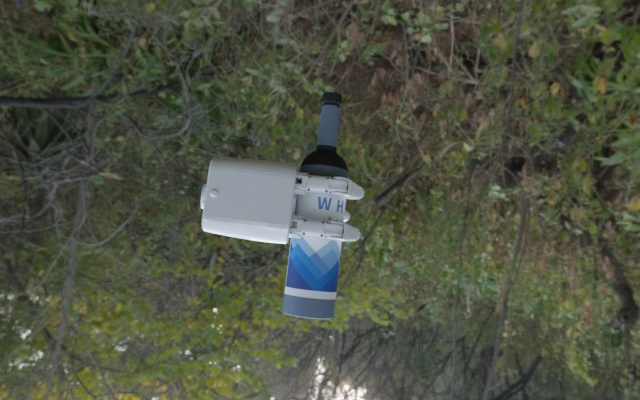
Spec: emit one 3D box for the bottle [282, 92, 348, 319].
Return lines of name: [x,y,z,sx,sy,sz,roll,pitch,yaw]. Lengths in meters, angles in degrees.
bottle: [0.000,0.002,0.631,0.069,0.295,0.069,6,-7,1]
